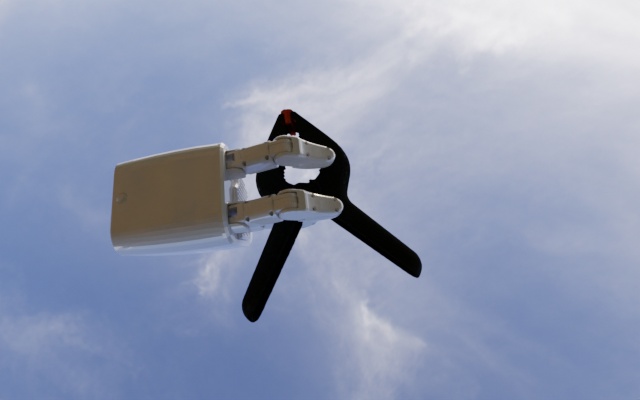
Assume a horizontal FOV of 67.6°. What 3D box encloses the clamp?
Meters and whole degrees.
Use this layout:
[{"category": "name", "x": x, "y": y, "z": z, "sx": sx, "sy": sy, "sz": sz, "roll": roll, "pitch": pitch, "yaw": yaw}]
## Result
[{"category": "clamp", "x": 0.000, "y": 0.001, "z": 0.462, "sx": 0.164, "sy": 0.210, "sz": 0.036, "roll": -9, "pitch": -24, "yaw": 3}]
